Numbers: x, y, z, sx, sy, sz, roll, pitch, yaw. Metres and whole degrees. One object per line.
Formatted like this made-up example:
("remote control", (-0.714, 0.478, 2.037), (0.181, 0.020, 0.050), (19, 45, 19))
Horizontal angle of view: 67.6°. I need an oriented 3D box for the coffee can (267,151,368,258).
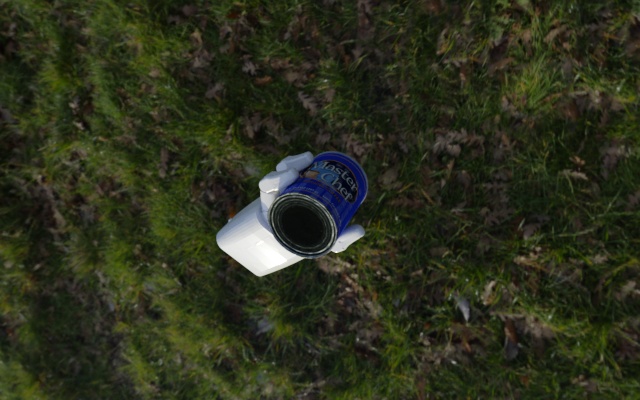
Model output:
("coffee can", (0.000, 0.002, 0.692), (0.103, 0.103, 0.140), (0, 28, 25))
